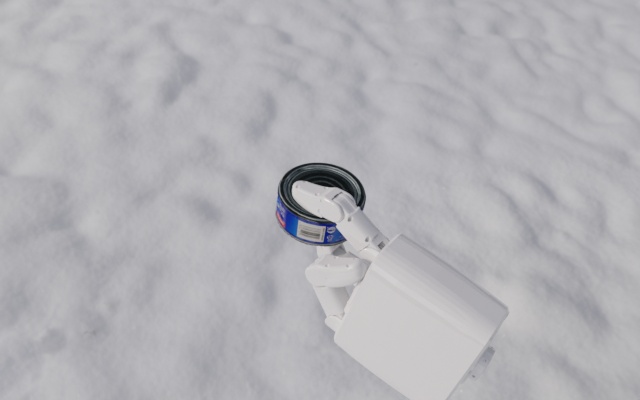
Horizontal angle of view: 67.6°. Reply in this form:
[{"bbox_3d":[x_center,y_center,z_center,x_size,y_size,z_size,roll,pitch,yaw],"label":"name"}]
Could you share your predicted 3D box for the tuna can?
[{"bbox_3d":[0.000,0.001,0.460,0.086,0.034,0.086,5,43,-4],"label":"tuna can"}]
